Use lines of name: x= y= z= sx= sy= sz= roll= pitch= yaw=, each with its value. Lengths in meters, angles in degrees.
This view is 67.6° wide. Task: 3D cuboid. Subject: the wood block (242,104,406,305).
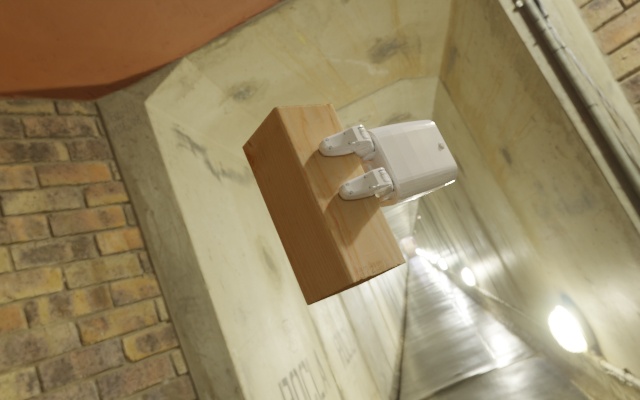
wood block: x=0.000 y=0.002 z=0.553 sx=0.090 sy=0.206 sz=0.091 roll=-13 pitch=-17 yaw=-39
